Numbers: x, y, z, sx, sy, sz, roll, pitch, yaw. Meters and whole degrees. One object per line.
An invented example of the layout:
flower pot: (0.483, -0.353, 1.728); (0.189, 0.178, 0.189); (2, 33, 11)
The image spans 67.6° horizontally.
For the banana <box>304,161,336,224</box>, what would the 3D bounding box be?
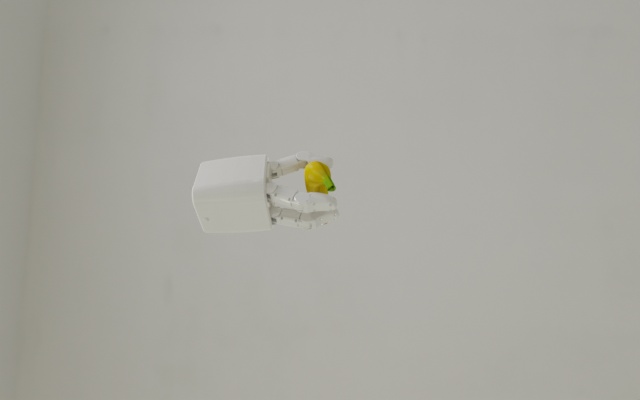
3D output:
banana: (-0.003, -0.016, 0.749); (0.037, 0.069, 0.198); (-11, -16, -4)
